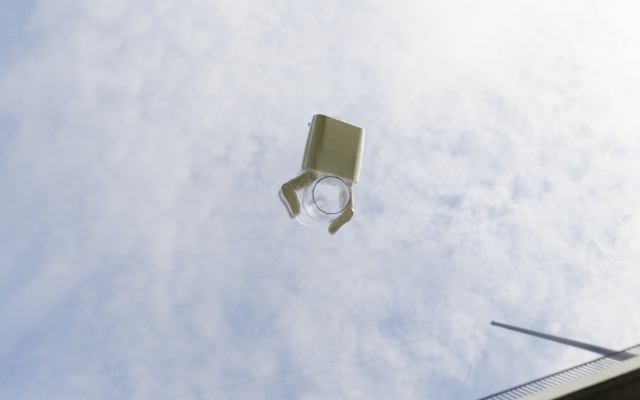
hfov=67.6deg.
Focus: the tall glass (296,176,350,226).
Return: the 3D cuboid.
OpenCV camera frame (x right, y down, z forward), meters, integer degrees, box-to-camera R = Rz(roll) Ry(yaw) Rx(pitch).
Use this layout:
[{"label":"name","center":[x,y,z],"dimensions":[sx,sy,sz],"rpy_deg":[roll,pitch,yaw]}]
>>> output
[{"label":"tall glass","center":[0.000,0.003,0.853],"dimensions":[0.079,0.079,0.201],"rpy_deg":[0,-6,-10]}]
